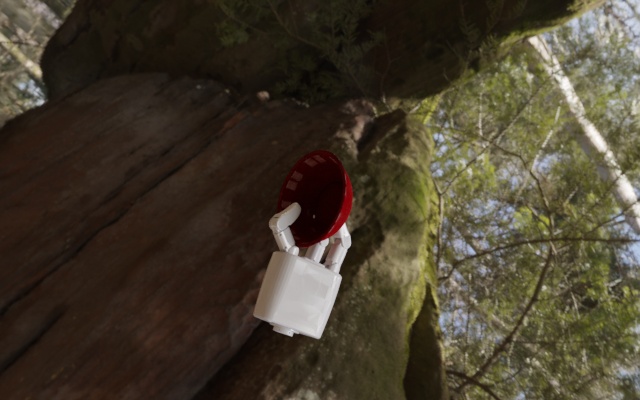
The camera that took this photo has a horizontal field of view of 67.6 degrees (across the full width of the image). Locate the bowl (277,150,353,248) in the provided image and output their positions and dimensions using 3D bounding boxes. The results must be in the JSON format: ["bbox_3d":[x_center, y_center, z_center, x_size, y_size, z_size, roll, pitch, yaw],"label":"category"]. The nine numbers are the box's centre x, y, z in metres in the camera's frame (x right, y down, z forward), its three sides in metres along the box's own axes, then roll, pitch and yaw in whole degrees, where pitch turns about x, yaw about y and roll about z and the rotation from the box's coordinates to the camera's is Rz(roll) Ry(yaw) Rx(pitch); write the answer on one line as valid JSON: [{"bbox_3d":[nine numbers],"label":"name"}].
[{"bbox_3d":[0.001,0.001,0.775,0.055,0.162,0.162,18,-12,-40],"label":"bowl"}]
